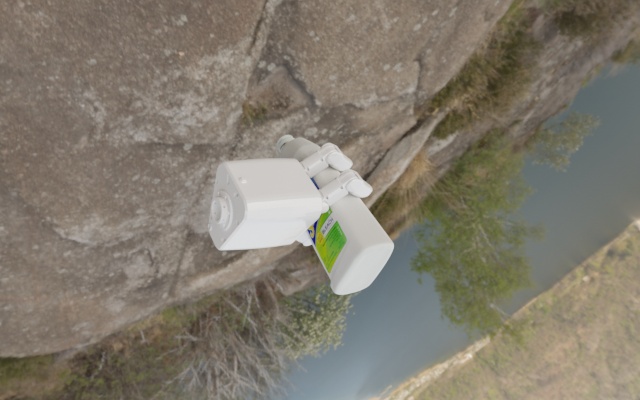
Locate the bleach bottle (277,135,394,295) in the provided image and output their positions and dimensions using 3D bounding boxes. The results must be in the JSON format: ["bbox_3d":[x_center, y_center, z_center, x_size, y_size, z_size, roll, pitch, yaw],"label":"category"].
[{"bbox_3d":[0.000,0.002,0.672,0.068,0.103,0.250,-5,47,-36],"label":"bleach bottle"}]
